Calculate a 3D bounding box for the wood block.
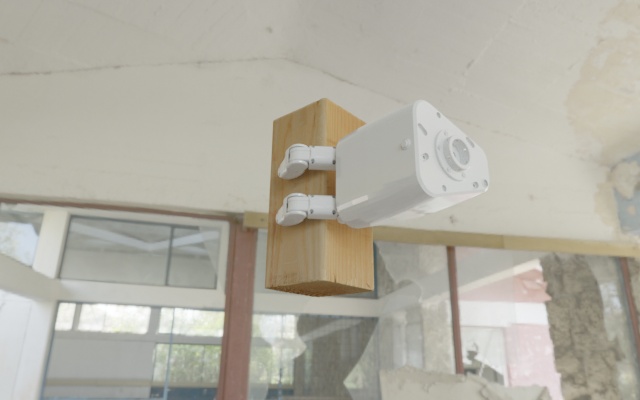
[{"bbox_3d":[0.001,0.002,0.559,0.090,0.206,0.091,-16,-25,39],"label":"wood block"}]
